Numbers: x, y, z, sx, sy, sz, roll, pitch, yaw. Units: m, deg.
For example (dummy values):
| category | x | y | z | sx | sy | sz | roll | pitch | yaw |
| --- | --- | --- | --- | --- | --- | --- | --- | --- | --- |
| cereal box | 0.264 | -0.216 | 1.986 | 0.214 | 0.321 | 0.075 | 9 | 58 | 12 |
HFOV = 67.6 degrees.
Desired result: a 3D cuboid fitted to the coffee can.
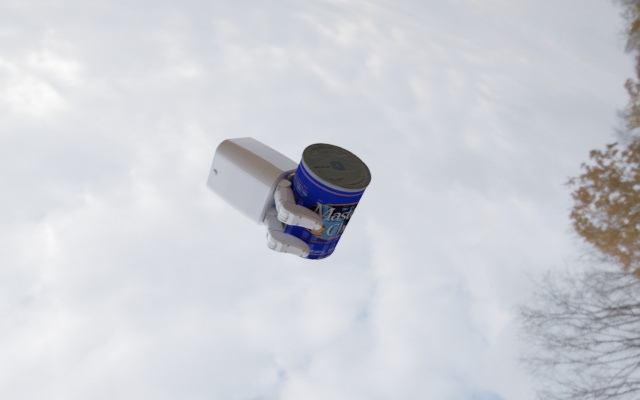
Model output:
| category | x | y | z | sx | sy | sz | roll | pitch | yaw |
| --- | --- | --- | --- | --- | --- | --- | --- | --- | --- |
| coffee can | 0.000 | 0.002 | 0.698 | 0.103 | 0.140 | 0.102 | 16 | 36 | -12 |
